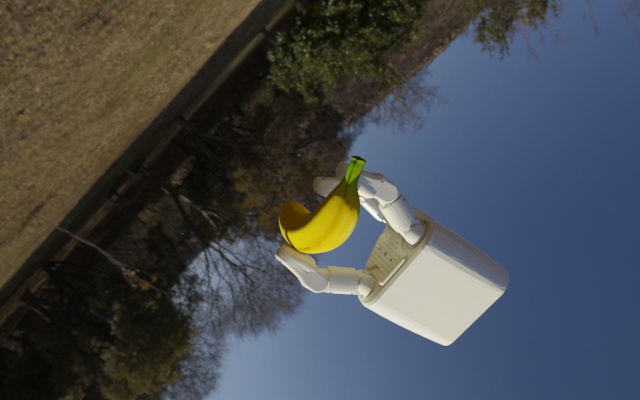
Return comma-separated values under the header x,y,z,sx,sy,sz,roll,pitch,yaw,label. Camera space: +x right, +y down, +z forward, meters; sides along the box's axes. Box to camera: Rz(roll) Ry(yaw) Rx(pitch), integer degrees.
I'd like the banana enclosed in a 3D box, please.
x,y,z,sx,sy,sz,roll,pitch,yaw,label
-0.005,0.018,0.452,0.037,0.069,0.198,26,-19,-16,banana
